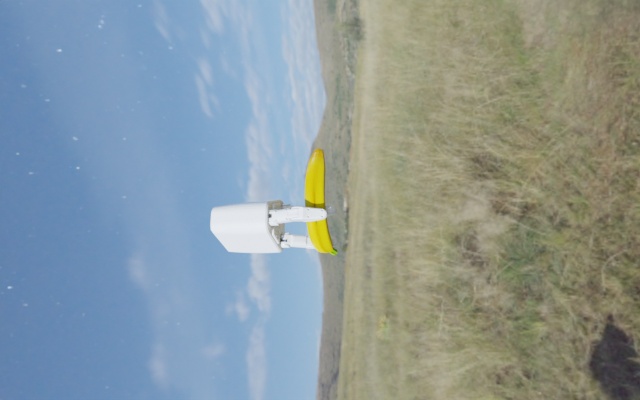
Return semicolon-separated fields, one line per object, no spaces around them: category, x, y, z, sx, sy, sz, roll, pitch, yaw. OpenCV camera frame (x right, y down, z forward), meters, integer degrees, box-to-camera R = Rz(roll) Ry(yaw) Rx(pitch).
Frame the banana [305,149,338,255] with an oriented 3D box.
banana;-0.004;0.010;0.839;0.037;0.198;0.069;-4;10;16
